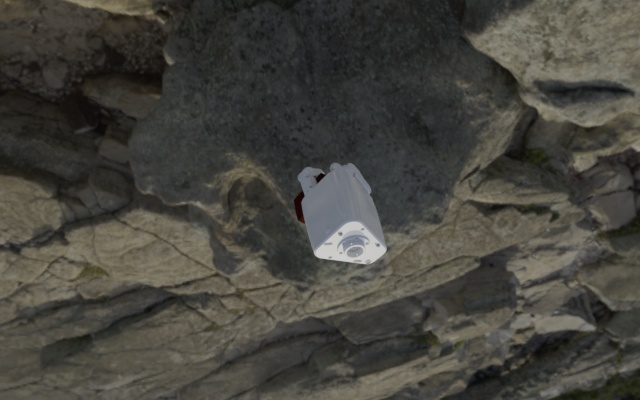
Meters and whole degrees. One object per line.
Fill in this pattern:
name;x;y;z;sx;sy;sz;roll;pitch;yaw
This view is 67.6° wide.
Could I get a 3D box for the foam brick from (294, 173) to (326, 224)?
foam brick;0.000;0.003;0.806;0.053;0.051;0.078;25;-55;-34
